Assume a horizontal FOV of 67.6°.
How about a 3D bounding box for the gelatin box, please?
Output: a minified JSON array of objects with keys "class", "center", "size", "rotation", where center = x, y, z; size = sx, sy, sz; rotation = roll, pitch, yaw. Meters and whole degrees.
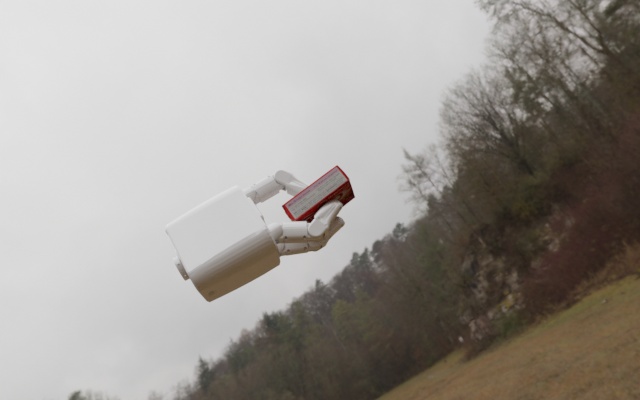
[{"class":"gelatin box","center":[0.000,0.001,0.619],"size":[0.089,0.030,0.073],"rotation":[-37,-20,-3]}]
